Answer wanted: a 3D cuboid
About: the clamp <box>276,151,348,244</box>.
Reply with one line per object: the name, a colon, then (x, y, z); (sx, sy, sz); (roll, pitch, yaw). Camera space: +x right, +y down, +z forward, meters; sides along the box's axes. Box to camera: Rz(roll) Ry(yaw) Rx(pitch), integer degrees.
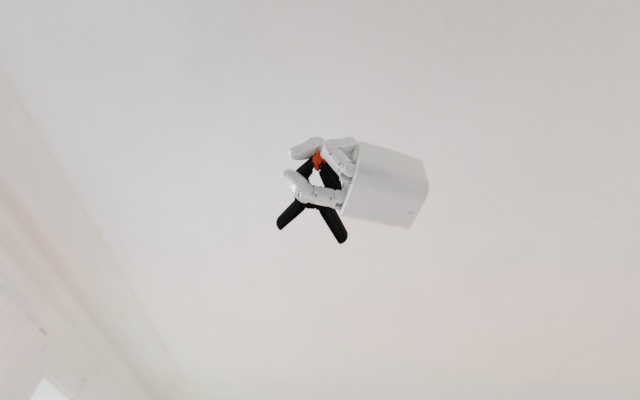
clamp: (0.000, 0.002, 0.747); (0.120, 0.039, 0.172); (15, -45, -4)
